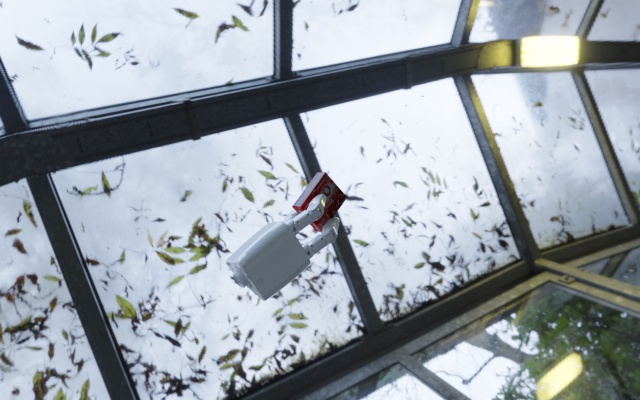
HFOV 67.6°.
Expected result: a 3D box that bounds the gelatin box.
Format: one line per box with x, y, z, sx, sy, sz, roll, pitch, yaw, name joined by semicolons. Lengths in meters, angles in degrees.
0.000;0.003;0.887;0.030;0.089;0.073;7;-34;53;gelatin box
